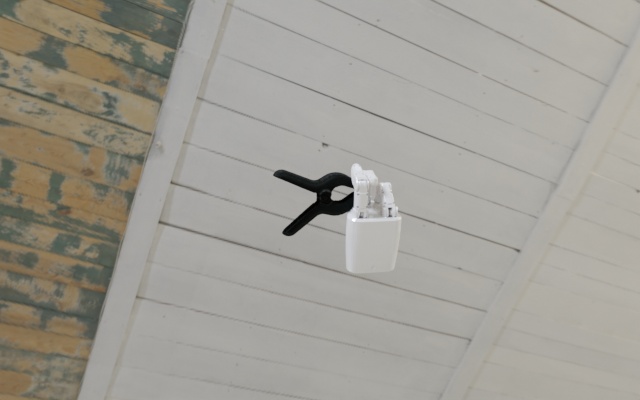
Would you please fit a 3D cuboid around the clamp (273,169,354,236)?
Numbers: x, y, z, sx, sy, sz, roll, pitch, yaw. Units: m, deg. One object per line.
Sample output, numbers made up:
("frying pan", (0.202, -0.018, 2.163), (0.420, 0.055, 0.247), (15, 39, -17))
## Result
("clamp", (0.000, 0.003, 0.858), (0.171, 0.120, 0.039), (-1, 19, -11))
